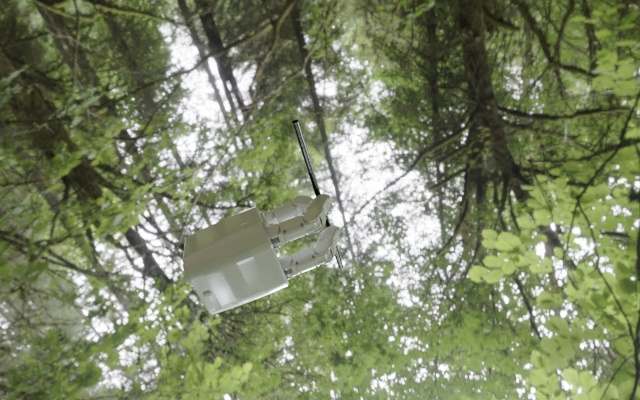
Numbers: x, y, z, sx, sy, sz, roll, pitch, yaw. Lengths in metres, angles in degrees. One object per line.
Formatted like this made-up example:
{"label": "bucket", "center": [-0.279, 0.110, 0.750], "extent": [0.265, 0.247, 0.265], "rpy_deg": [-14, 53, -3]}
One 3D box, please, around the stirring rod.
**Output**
{"label": "stirring rod", "center": [0.000, 0.002, 0.623], "extent": [0.011, 0.240, 0.011], "rpy_deg": [-11, 36, 8]}
